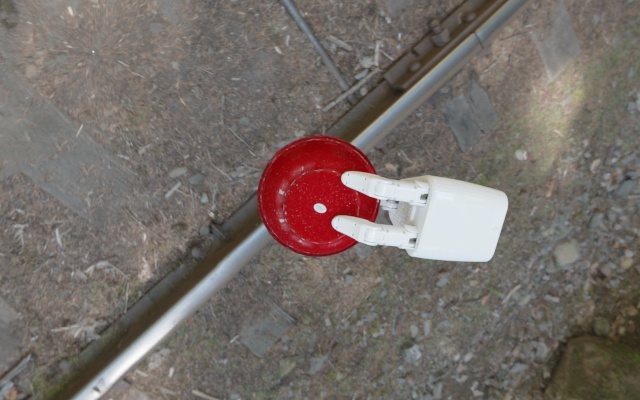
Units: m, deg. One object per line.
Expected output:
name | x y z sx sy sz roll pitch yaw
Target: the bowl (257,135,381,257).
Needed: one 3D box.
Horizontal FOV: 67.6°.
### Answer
bowl | -0.001 0.002 0.595 0.162 0.162 0.055 0 13 -3
